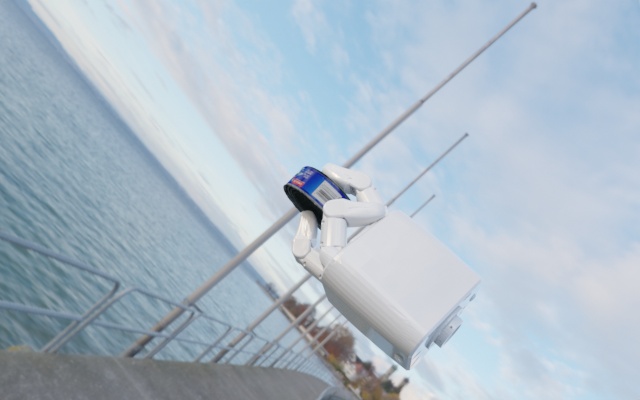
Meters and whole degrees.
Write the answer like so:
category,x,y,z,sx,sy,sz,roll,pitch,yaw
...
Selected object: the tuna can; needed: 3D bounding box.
category,x,y,z,sx,sy,sz,roll,pitch,yaw
tuna can,0.000,0.001,0.539,0.086,0.033,0.086,41,-15,13
